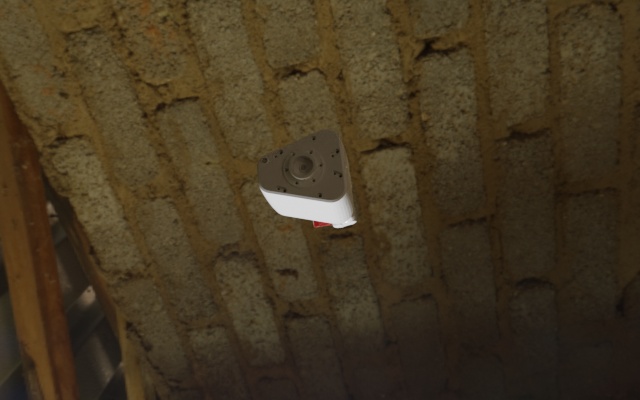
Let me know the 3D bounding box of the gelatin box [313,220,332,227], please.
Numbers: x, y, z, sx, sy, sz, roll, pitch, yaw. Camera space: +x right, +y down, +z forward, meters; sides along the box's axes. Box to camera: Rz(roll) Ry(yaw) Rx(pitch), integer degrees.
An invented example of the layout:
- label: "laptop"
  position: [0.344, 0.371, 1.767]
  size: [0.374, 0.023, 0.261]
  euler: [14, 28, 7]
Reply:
- label: "gelatin box"
  position: [0.000, 0.002, 0.732]
  size: [0.030, 0.073, 0.089]
  euler: [-7, -2, 0]
